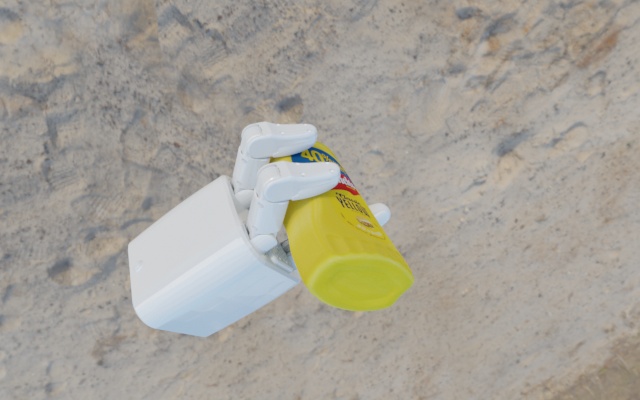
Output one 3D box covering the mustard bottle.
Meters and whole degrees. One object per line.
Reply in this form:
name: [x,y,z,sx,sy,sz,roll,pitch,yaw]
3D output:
mustard bottle: [0.000,0.001,0.405,0.096,0.058,0.191,20,28,-38]
